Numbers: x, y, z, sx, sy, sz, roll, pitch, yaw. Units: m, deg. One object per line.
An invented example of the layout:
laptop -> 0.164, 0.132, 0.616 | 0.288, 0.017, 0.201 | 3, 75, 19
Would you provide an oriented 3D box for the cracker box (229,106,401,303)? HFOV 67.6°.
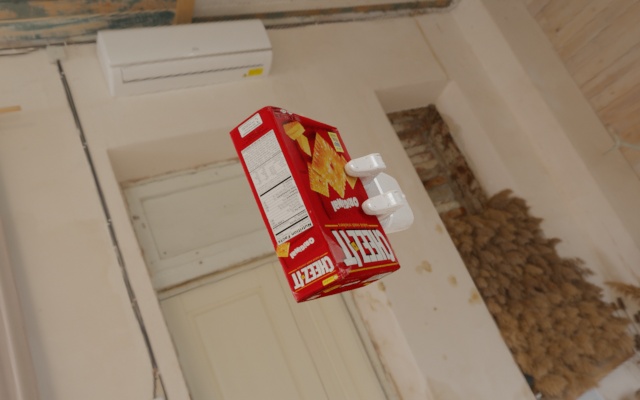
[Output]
cracker box -> 0.000, 0.002, 0.577 | 0.072, 0.213, 0.164 | -32, -18, 26
